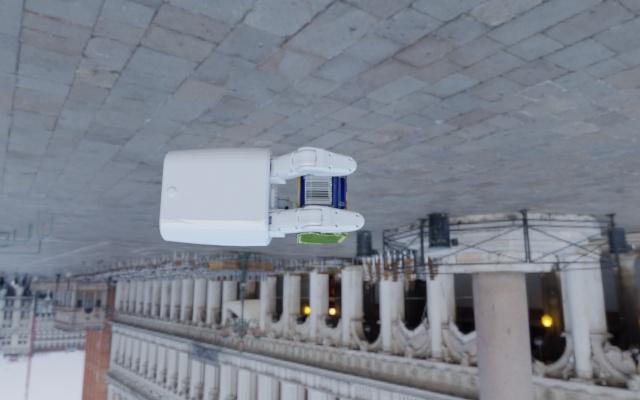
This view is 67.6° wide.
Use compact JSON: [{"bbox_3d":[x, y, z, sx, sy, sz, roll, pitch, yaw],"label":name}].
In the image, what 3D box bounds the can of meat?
[{"bbox_3d":[0.000,0.002,0.518,0.057,0.084,0.102,1,-11,-2],"label":"can of meat"}]
